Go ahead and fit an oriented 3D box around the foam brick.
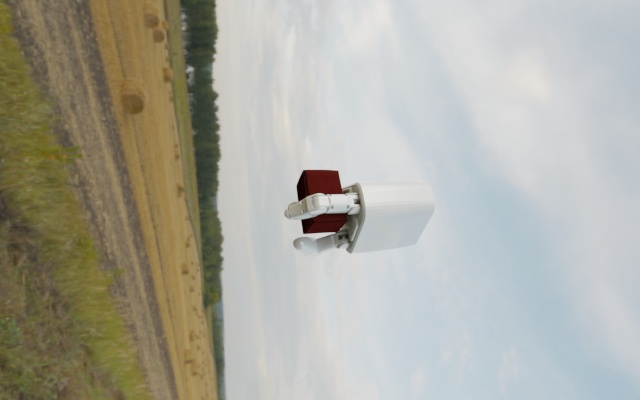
[{"bbox_3d":[0.000,0.002,0.664,0.051,0.078,0.053,-3,-21,-16],"label":"foam brick"}]
